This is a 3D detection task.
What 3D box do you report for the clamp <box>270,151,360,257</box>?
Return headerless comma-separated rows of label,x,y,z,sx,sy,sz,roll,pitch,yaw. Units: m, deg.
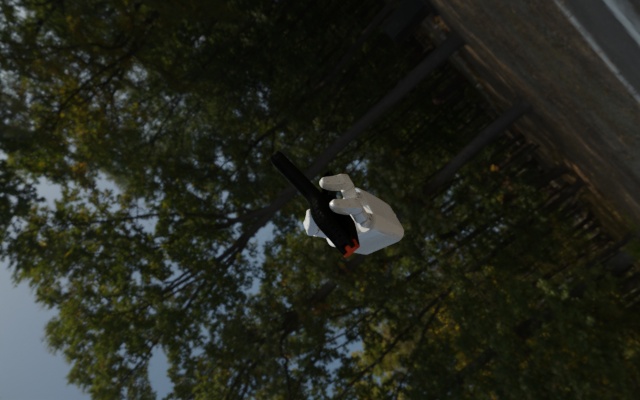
clamp,0.000,0.004,0.817,0.164,0.209,0.036,20,-56,-45
